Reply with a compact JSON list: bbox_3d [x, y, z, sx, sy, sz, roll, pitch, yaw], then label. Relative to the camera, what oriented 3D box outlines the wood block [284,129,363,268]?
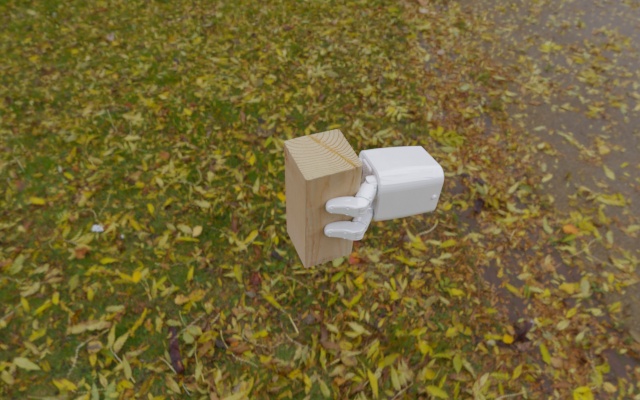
[{"bbox_3d":[0.000,0.002,0.756,0.090,0.206,0.090,-15,49,-16],"label":"wood block"}]
